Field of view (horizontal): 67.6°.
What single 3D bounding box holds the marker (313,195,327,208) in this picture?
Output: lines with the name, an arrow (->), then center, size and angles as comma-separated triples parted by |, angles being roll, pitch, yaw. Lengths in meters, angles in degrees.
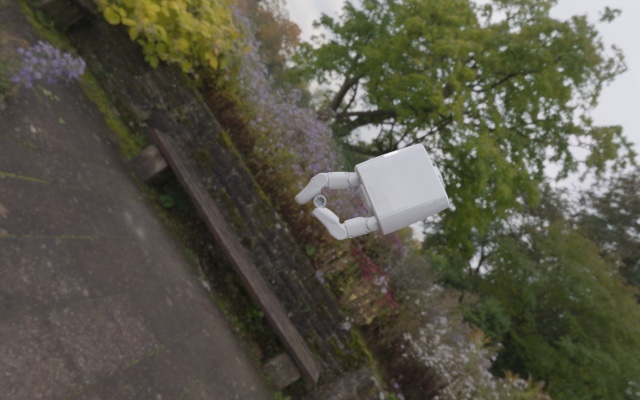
marker -> 0.000, 0.002, 0.748 | 0.020, 0.020, 0.121 | 0, -1, 1
